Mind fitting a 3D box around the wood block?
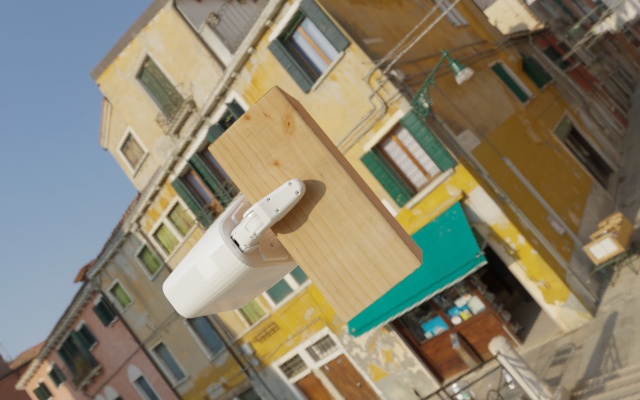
[{"bbox_3d":[0.000,0.002,0.468,0.090,0.206,0.091,-40,-6,11],"label":"wood block"}]
